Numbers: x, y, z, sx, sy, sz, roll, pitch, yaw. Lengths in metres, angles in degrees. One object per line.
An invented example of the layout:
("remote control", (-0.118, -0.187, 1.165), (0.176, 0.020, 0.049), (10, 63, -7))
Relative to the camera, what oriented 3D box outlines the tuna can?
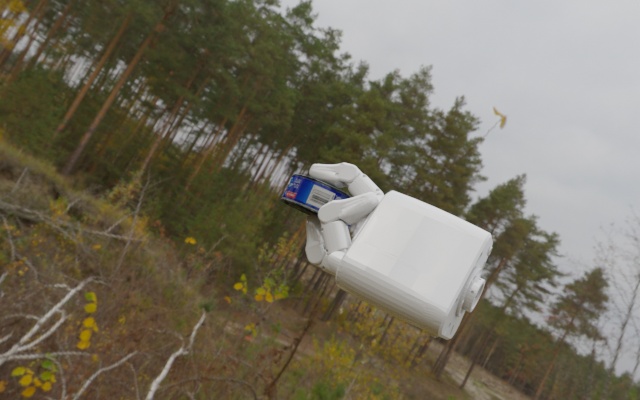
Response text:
("tuna can", (0.000, 0.001, 0.545), (0.086, 0.033, 0.086), (24, -6, 3))
